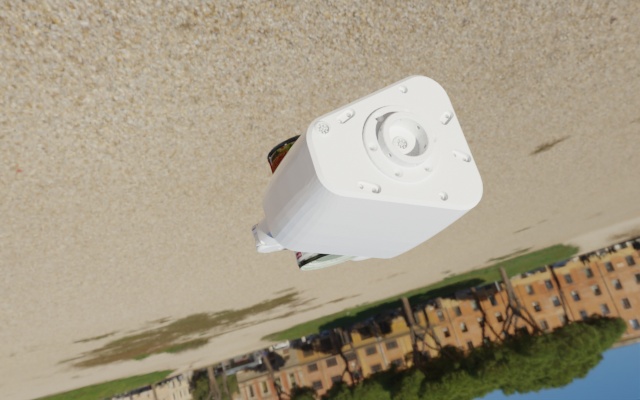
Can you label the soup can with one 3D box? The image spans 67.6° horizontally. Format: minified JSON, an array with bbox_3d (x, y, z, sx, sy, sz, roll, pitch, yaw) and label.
[{"bbox_3d":[0.000,0.002,0.409,0.068,0.102,0.068,-16,-15,-4],"label":"soup can"}]
